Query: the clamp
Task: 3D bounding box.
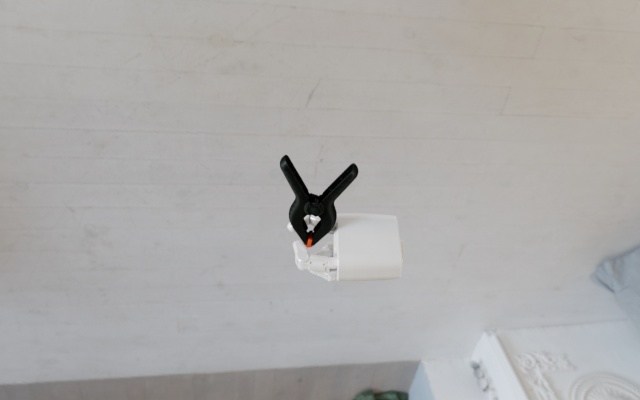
[{"bbox_3d":[0.000,0.003,0.770,0.120,0.172,0.039,3,38,8],"label":"clamp"}]
